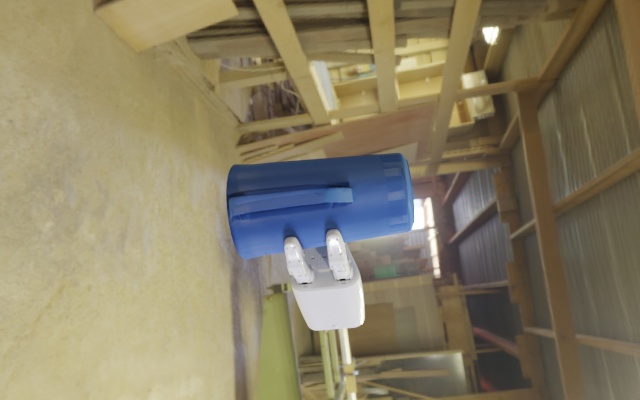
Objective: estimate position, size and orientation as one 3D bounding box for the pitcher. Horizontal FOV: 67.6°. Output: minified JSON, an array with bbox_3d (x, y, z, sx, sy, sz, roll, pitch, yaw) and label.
[{"bbox_3d":[0.000,0.002,0.645,0.243,0.145,0.149,-7,39,6],"label":"pitcher"}]
